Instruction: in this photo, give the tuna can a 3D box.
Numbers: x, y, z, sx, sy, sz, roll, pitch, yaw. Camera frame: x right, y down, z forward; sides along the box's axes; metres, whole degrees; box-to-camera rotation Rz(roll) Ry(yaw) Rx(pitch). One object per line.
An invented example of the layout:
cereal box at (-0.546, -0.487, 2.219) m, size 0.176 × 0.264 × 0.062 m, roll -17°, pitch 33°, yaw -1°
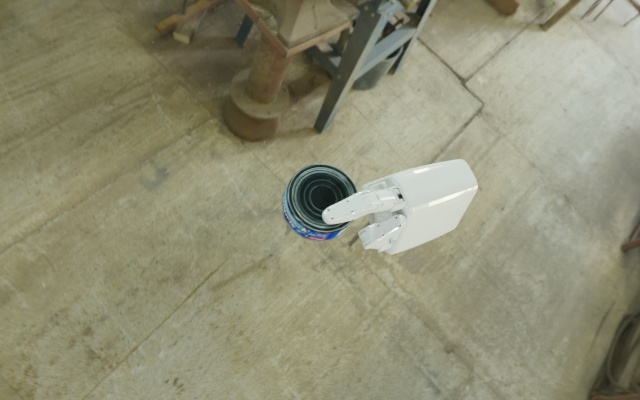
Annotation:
tuna can at (0.000, 0.002, 0.548) m, size 0.086 × 0.086 × 0.034 m, roll 0°, pitch -20°, yaw -14°
